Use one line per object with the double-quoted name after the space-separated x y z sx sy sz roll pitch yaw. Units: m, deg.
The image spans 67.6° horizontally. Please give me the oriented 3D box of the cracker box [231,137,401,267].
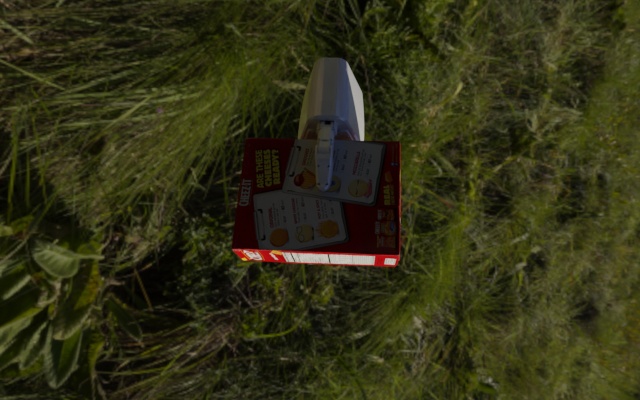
0.000 0.002 0.651 0.213 0.164 0.072 1 -22 6 "cracker box"
